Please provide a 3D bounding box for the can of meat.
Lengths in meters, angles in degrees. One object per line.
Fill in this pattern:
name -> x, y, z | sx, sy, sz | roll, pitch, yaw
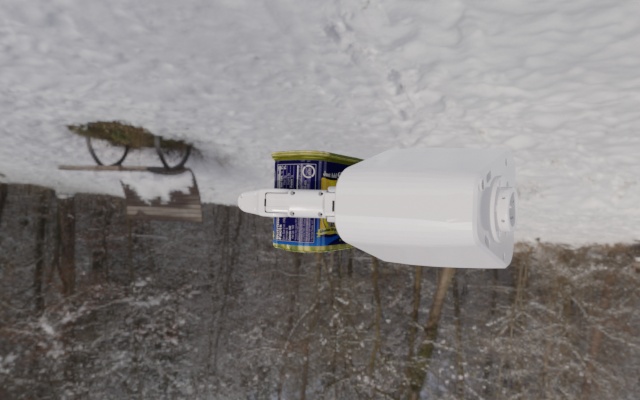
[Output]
can of meat -> 0.000, 0.002, 0.437 | 0.057, 0.084, 0.102 | 1, 0, 32
